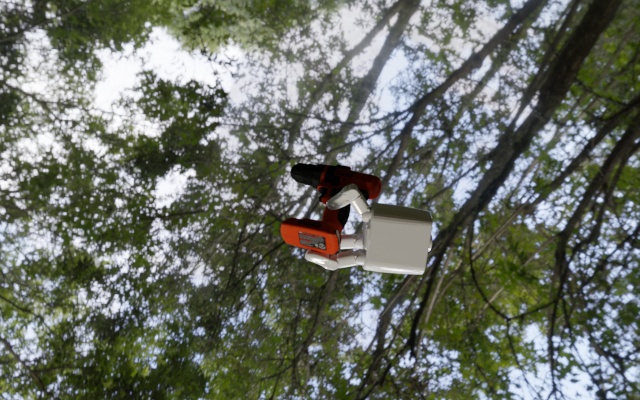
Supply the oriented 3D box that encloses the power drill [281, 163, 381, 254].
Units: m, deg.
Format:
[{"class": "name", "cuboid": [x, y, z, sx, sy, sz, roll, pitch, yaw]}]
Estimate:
[{"class": "power drill", "cuboid": [0.000, 0.003, 0.874, 0.184, 0.057, 0.187, 11, 47, 22]}]
